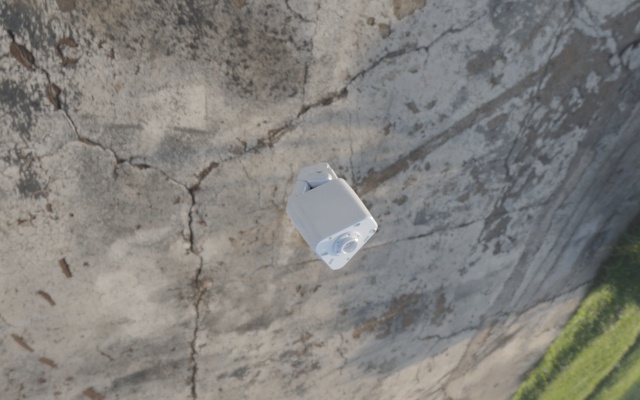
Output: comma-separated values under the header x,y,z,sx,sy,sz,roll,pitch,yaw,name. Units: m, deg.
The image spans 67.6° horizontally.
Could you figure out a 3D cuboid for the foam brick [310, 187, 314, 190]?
x,y,z,sx,sy,sz,roll,pitch,yaw,name
0.000,0.003,0.861,0.051,0.053,0.078,53,1,43,foam brick
